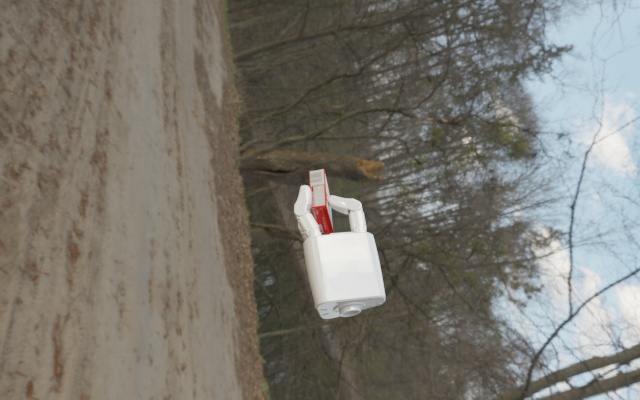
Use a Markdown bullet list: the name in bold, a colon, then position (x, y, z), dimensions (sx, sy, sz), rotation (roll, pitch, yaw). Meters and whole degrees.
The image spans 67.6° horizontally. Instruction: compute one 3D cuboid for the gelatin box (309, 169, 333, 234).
- **gelatin box**: position (0.001, 0.002, 0.826), dimensions (0.030, 0.089, 0.073), rotation (-8, -41, 5)
